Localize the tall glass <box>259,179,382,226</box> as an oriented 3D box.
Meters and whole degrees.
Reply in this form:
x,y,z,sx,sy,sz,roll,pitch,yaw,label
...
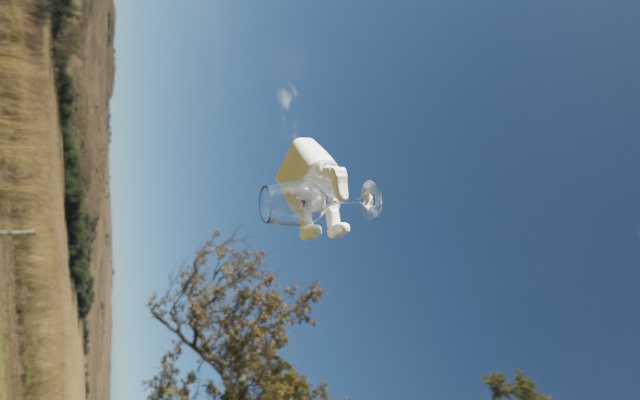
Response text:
x,y,z,sx,sy,sz,roll,pitch,yaw,label
0.001,0.003,0.815,0.201,0.079,0.079,-2,1,-25,tall glass
